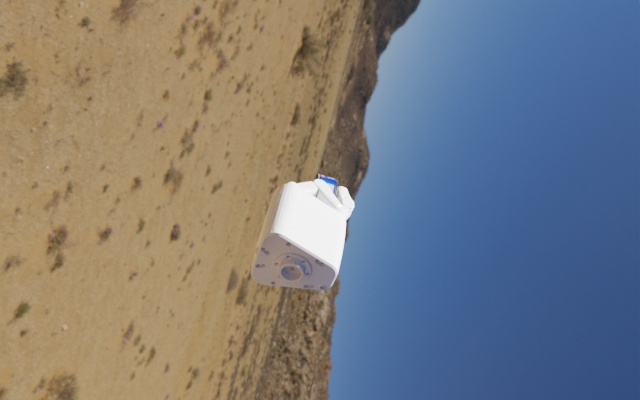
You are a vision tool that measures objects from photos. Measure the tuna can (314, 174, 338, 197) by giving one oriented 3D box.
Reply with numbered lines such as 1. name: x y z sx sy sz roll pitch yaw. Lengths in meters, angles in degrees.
1. tuna can: 0.001 0.003 0.759 0.034 0.086 0.086 15 -2 -6
